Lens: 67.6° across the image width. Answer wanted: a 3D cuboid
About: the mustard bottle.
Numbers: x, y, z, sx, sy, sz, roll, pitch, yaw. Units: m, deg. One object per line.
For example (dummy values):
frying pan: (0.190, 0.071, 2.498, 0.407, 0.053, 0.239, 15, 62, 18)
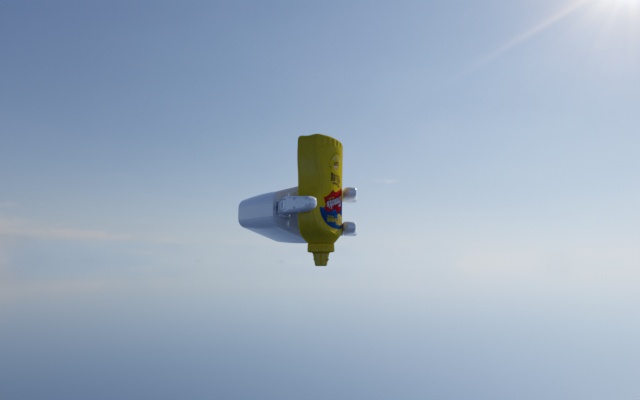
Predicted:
mustard bottle: (0.000, 0.002, 0.718, 0.058, 0.191, 0.096, -3, -8, 24)
